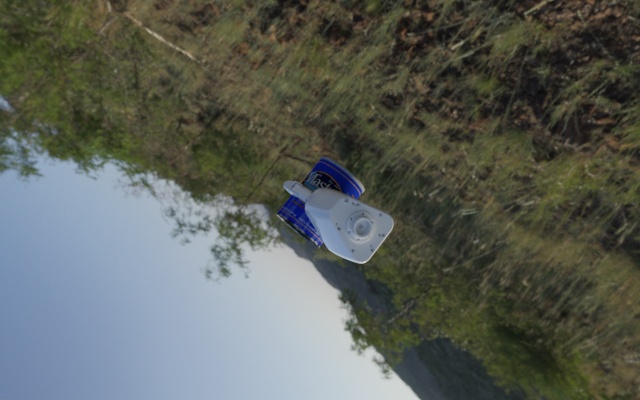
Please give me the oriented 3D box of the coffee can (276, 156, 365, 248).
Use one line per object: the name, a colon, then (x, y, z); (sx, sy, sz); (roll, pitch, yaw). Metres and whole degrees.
coffee can: (0.000, 0.003, 0.894); (0.103, 0.140, 0.103); (38, -8, 6)
